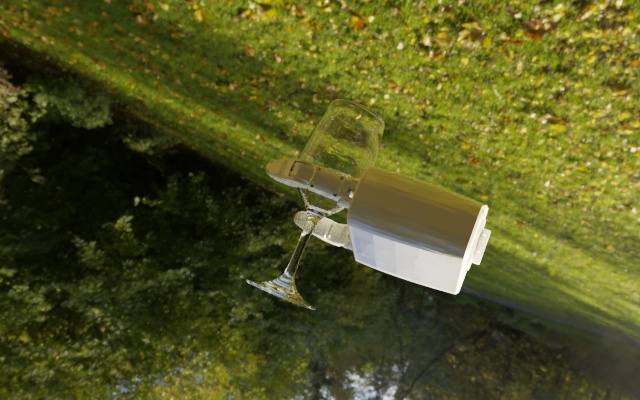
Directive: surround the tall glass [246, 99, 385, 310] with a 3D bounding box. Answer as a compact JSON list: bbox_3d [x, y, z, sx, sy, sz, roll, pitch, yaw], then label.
[{"bbox_3d":[0.000,0.002,0.479,0.079,0.201,0.079,22,-9,4],"label":"tall glass"}]
